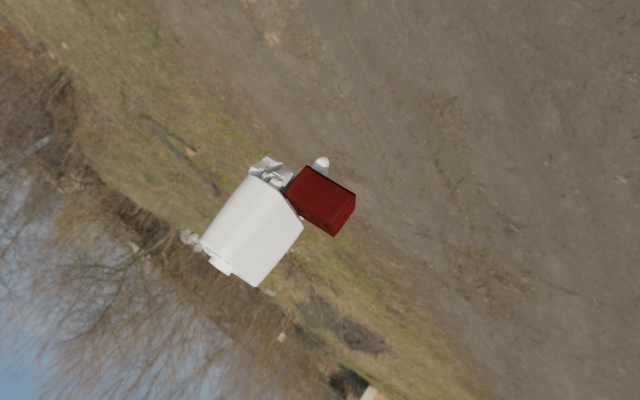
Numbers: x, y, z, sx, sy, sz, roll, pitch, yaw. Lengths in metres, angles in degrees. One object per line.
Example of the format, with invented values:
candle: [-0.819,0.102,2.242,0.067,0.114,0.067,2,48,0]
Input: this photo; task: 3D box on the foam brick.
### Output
foam brick: [0.000,0.002,0.619,0.078,0.051,0.053,31,-18,17]
